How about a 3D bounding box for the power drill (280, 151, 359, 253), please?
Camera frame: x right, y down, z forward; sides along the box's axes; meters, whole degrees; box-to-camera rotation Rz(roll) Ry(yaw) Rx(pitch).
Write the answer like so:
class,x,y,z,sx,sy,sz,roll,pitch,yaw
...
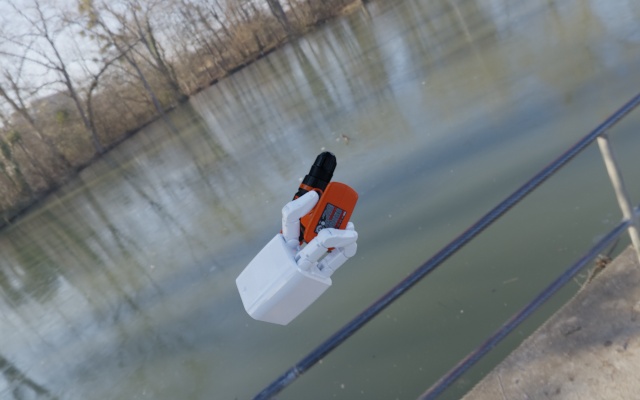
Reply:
class,x,y,z,sx,sy,sz,roll,pitch,yaw
power drill,0.000,0.003,0.801,0.057,0.184,0.187,23,-1,-15
